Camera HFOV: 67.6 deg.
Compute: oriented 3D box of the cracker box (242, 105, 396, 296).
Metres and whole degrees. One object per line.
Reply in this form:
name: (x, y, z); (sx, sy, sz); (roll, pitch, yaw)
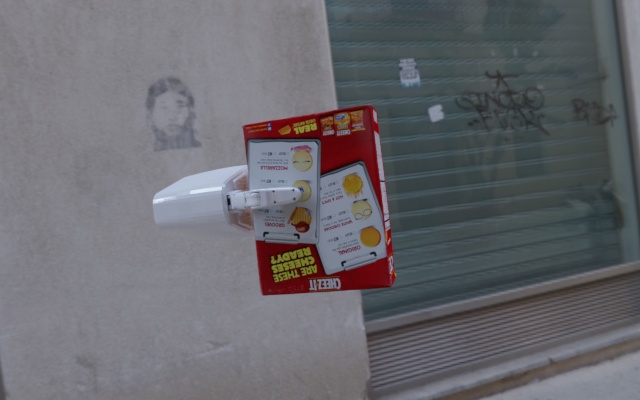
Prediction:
cracker box: (0.000, 0.002, 0.595); (0.164, 0.213, 0.072); (-7, 1, 16)
